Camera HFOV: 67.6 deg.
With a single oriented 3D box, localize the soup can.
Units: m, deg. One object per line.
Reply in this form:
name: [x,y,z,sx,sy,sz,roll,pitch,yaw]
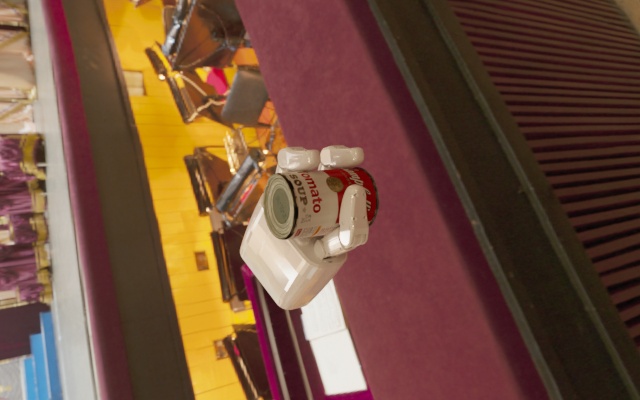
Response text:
soup can: [0.000,0.001,0.493,0.102,0.068,0.068,-6,3,-33]
